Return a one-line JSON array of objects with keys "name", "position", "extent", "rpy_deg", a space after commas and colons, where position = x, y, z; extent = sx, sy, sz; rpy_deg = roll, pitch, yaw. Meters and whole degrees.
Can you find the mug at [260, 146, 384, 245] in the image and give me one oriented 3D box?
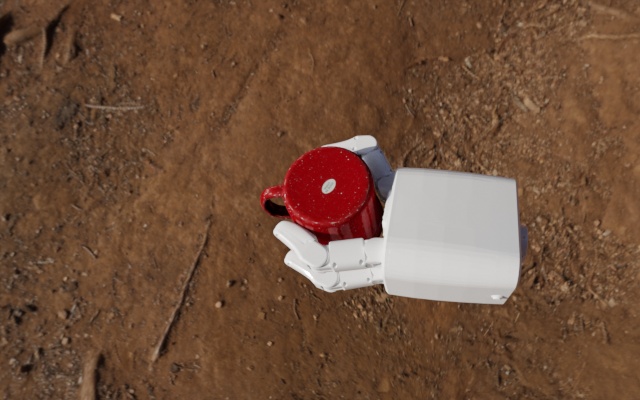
[{"name": "mug", "position": [-0.001, 0.001, 0.453], "extent": [0.117, 0.093, 0.081], "rpy_deg": [4, -25, 12]}]
